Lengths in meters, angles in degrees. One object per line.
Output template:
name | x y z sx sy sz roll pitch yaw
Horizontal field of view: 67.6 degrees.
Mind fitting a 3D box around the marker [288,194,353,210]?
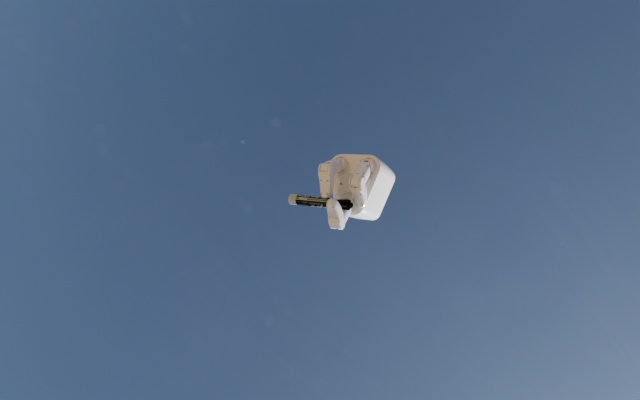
marker | 0.000 0.003 0.830 0.121 0.020 0.020 6 2 27
